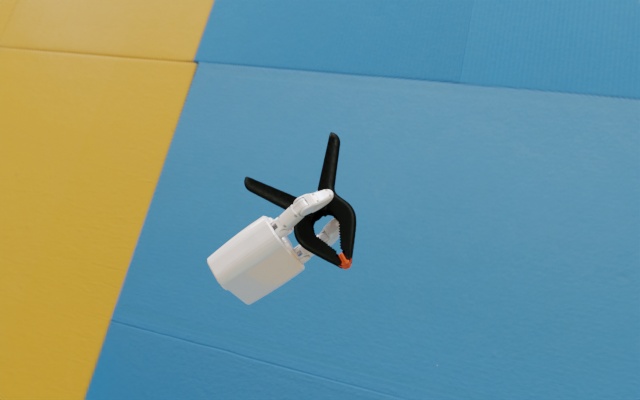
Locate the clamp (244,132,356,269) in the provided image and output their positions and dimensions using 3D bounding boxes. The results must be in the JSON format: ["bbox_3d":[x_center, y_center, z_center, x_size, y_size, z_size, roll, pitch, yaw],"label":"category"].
[{"bbox_3d":[0.000,0.003,0.714,0.164,0.210,0.036,-35,-23,-2],"label":"clamp"}]
